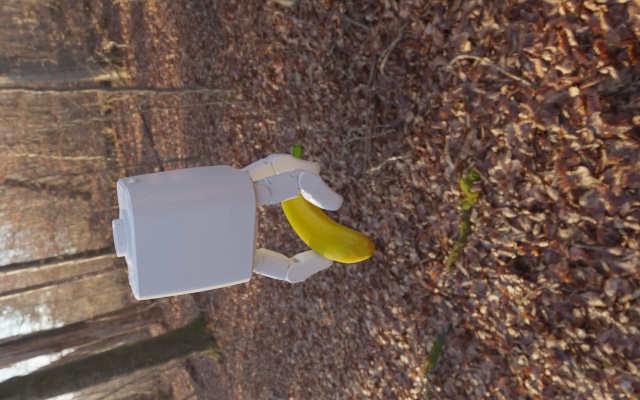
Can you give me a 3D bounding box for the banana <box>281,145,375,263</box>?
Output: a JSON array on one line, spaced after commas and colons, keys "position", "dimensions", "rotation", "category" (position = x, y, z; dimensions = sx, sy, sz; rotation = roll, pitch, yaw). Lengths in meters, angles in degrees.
[{"position": [-0.006, 0.015, 0.523], "dimensions": [0.037, 0.070, 0.197], "rotation": [-4, 37, -28], "category": "banana"}]
